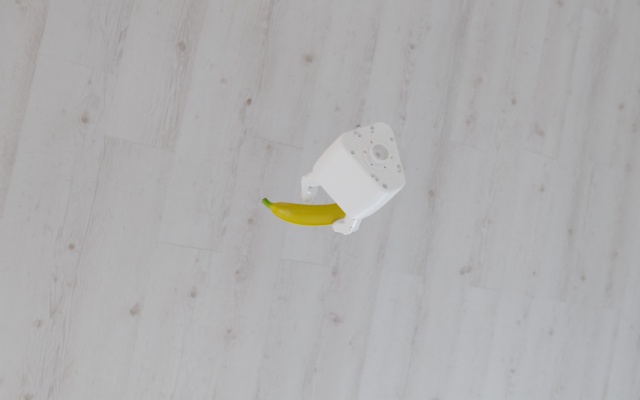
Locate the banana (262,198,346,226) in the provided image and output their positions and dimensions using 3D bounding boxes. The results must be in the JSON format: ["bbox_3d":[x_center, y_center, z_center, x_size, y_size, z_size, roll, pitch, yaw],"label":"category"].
[{"bbox_3d":[0.001,0.016,0.837,0.198,0.069,0.037,2,-45,-18],"label":"banana"}]
